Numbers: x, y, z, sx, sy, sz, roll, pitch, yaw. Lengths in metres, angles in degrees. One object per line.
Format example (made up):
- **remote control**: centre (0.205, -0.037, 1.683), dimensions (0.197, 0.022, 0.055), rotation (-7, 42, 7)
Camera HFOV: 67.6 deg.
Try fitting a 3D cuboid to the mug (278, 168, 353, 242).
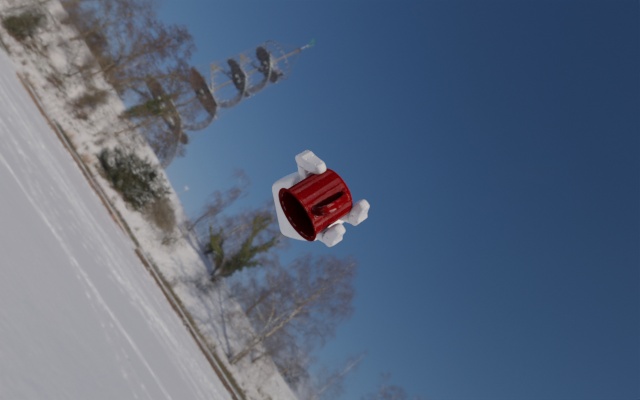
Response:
- **mug**: centre (0.001, 0.002, 0.721), dimensions (0.081, 0.093, 0.117), rotation (-32, 13, -23)
